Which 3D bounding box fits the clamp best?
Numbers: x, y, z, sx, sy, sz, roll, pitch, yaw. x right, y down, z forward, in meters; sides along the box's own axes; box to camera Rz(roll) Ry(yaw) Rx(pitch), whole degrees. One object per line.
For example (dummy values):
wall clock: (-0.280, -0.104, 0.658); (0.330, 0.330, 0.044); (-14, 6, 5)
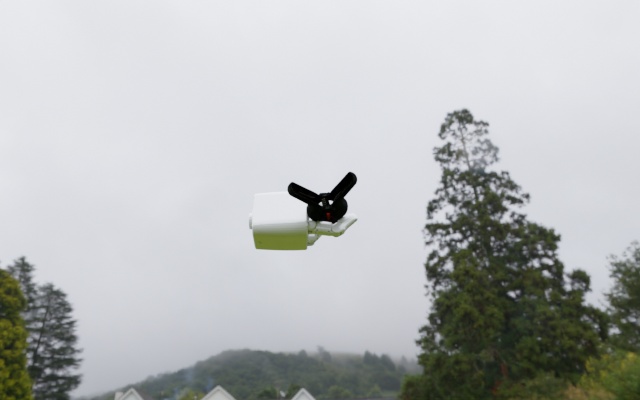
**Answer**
clamp: (0.000, 0.002, 0.876); (0.120, 0.039, 0.172); (-1, -30, -3)
